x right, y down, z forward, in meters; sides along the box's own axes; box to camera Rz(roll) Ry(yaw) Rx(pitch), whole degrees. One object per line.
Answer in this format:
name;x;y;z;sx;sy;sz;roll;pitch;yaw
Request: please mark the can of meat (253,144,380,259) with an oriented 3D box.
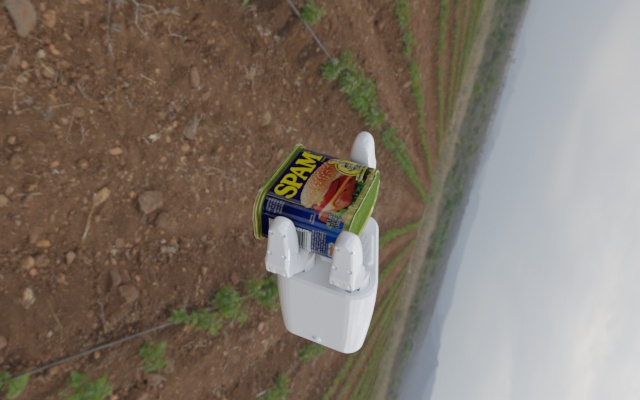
can of meat;0.000;0.001;0.431;0.084;0.057;0.102;17;42;15
